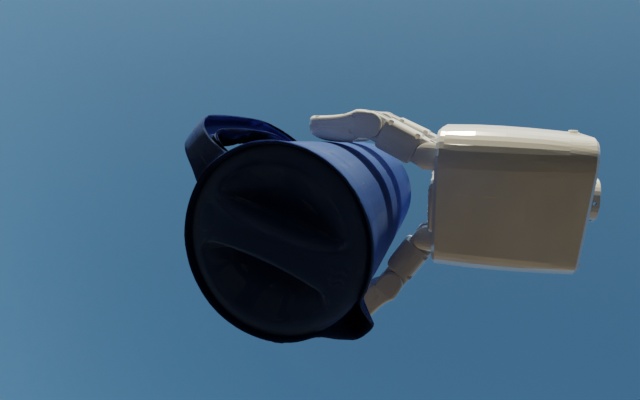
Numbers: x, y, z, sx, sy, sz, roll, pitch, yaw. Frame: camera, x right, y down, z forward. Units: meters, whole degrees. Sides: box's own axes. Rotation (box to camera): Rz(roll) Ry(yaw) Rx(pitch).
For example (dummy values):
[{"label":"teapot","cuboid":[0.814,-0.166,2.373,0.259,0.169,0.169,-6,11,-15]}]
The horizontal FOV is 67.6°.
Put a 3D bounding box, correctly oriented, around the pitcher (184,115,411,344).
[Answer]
[{"label":"pitcher","cuboid":[0.000,0.001,0.410,0.145,0.149,0.243,3,10,19]}]
